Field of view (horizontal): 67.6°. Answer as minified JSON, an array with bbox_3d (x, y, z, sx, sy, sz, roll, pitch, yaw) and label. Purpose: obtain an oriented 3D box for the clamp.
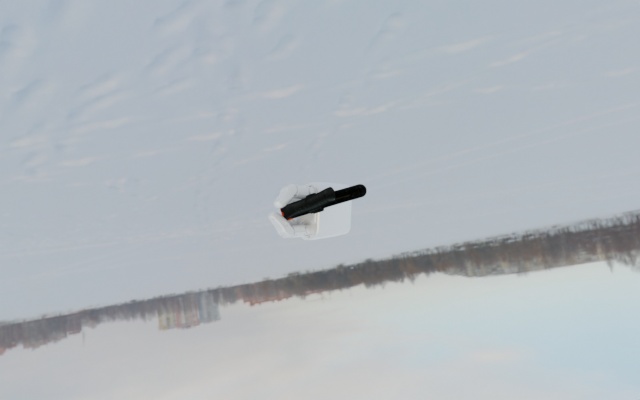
[{"bbox_3d":[0.000,0.004,0.892,0.120,0.039,0.171,-1,-12,-45],"label":"clamp"}]
